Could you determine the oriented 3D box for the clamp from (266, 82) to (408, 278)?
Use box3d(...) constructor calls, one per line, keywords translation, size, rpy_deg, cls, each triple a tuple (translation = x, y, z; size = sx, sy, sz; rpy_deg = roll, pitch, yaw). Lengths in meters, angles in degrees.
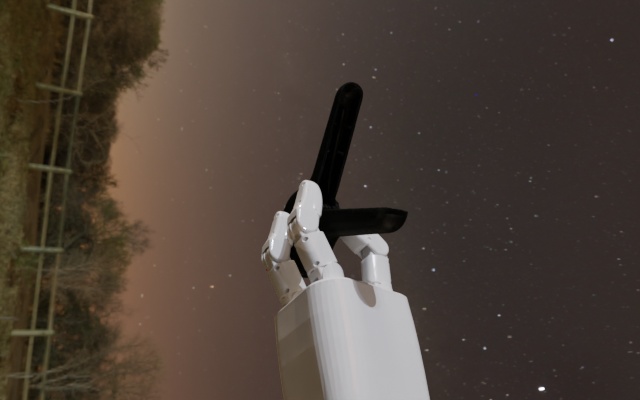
box3d(translation=(0.001, 0.002, 0.461), size=(0.036, 0.164, 0.210), rpy_deg=(12, -38, -26), cls="clamp")
